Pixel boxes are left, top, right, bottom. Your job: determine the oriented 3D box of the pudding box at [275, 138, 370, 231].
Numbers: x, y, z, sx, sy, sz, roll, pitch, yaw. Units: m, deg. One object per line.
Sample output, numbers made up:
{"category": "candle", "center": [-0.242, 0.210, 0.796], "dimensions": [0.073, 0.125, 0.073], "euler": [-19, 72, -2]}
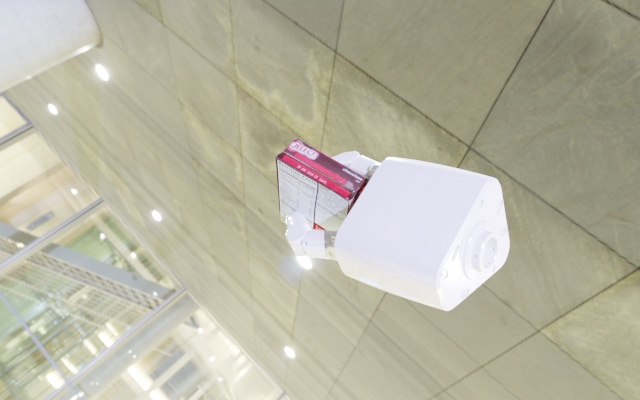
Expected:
{"category": "pudding box", "center": [0.000, 0.002, 0.491], "dimensions": [0.090, 0.114, 0.039], "euler": [32, 57, 20]}
